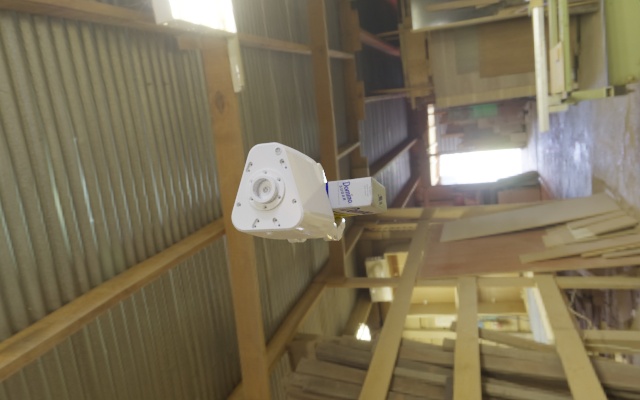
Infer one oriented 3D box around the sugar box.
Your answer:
[{"bbox_3d":[0.000,0.003,0.689,0.176,0.048,0.093,-3,-8,19],"label":"sugar box"}]
